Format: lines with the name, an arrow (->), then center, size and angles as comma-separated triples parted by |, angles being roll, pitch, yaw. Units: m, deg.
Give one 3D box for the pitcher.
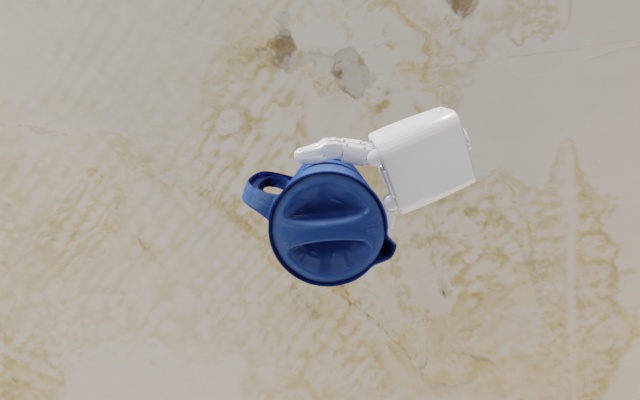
pitcher -> 0.000, 0.002, 0.635 | 0.145, 0.149, 0.242 | -24, 12, 6
